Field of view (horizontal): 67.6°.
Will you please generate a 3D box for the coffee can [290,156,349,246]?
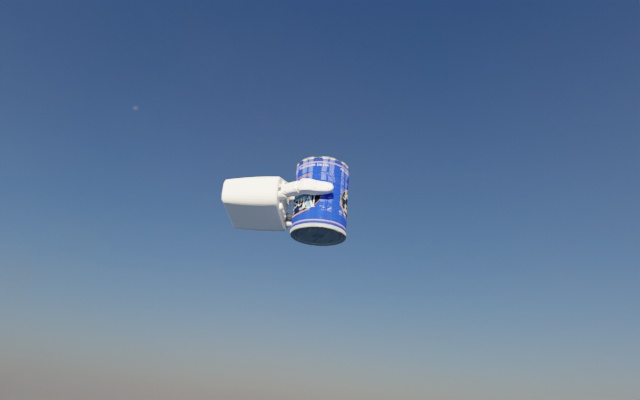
[{"bbox_3d":[0.000,0.003,0.897,0.103,0.140,0.103,4,-24,2],"label":"coffee can"}]
